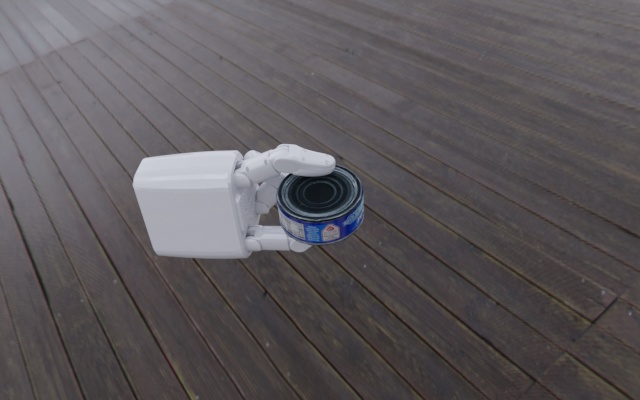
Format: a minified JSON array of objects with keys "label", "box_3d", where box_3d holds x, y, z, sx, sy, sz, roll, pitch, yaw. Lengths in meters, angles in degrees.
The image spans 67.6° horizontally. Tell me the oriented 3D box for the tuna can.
[{"label":"tuna can","box_3d":[0.000,0.001,0.469,0.086,0.034,0.086,-3,43,3]}]
